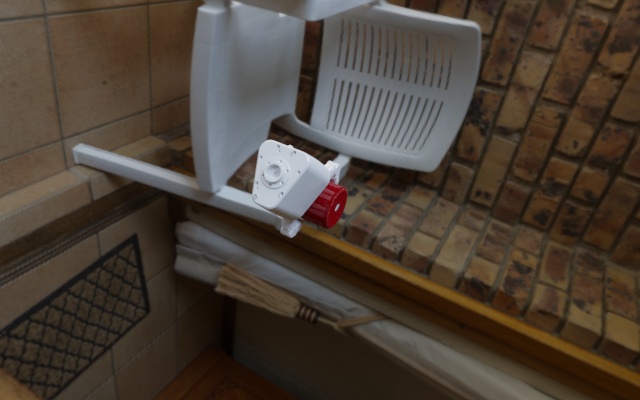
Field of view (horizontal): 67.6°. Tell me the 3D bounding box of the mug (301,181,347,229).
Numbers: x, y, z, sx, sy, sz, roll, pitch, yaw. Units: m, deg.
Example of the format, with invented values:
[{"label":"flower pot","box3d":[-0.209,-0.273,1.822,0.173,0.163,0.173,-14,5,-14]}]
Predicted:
[{"label":"mug","box3d":[0.001,0.003,0.888,0.081,0.093,0.117,23,-2,21]}]
